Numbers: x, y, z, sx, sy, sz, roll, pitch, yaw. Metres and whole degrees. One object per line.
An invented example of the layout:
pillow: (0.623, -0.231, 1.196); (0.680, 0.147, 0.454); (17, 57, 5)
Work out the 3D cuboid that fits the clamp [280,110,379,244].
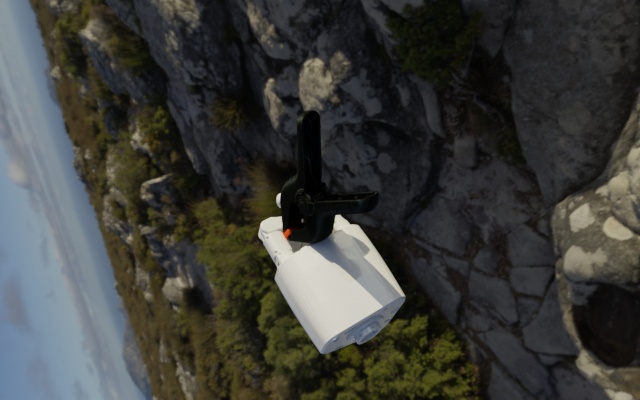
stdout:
clamp: (-0.001, 0.002, 0.512); (0.039, 0.120, 0.172); (-19, -31, -28)
